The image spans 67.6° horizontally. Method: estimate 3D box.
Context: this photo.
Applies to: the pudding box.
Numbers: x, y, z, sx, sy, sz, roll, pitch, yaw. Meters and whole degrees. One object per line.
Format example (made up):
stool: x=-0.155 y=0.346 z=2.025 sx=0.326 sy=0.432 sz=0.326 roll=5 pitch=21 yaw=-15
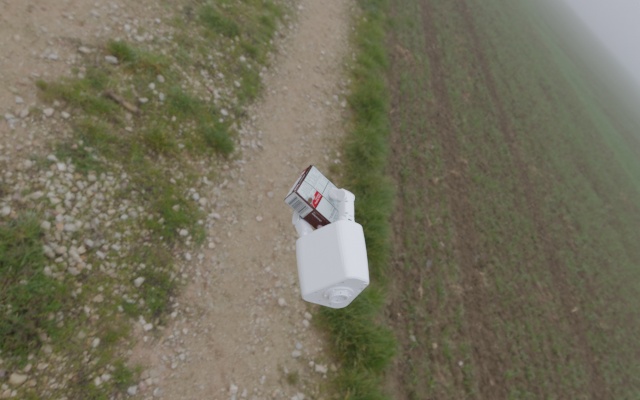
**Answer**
pudding box: x=0.000 y=0.003 z=0.859 sx=0.039 sy=0.113 sz=0.090 roll=-37 pitch=16 yaw=39
